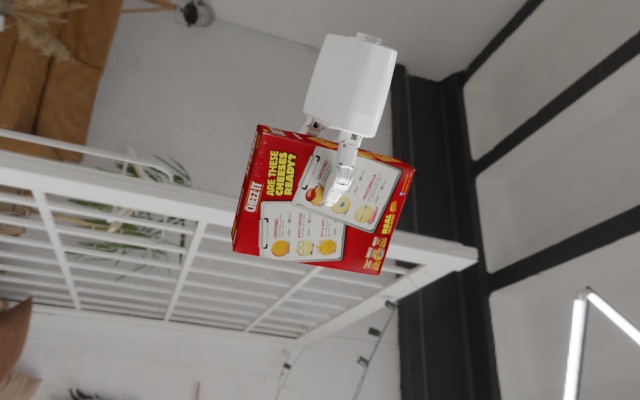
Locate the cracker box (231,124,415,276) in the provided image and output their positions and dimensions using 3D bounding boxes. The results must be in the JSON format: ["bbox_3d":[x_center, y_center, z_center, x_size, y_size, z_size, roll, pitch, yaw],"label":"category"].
[{"bbox_3d":[0.000,0.002,0.653,0.214,0.164,0.072,12,15,-17],"label":"cracker box"}]
